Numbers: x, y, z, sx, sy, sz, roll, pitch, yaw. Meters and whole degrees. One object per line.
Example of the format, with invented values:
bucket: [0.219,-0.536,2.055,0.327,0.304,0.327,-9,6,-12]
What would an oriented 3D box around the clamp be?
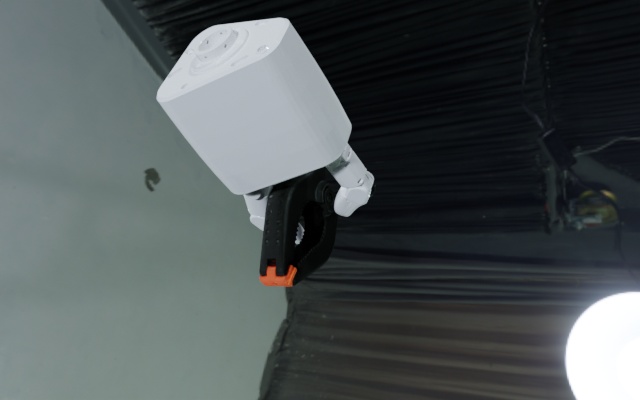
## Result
clamp: [0.001,0.002,0.471,0.036,0.209,0.165,-6,-41,32]
